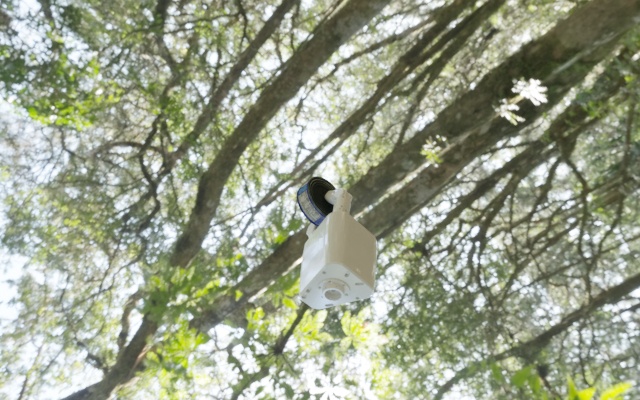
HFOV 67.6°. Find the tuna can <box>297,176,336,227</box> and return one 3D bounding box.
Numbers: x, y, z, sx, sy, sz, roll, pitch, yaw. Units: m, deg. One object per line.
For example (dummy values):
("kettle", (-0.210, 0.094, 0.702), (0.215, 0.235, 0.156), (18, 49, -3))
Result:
("tuna can", (0.000, 0.003, 0.829), (0.034, 0.086, 0.086), (-36, -22, 33))
